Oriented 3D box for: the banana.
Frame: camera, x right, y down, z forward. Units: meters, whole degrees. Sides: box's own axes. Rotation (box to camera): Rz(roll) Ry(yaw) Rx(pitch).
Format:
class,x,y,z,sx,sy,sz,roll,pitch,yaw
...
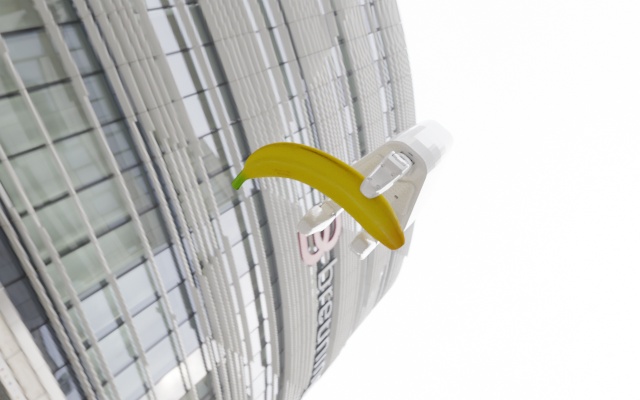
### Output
class,x,y,z,sx,sy,sz,roll,pitch,yaw
banana,0.000,-0.016,0.478,0.198,0.070,0.037,21,31,22
